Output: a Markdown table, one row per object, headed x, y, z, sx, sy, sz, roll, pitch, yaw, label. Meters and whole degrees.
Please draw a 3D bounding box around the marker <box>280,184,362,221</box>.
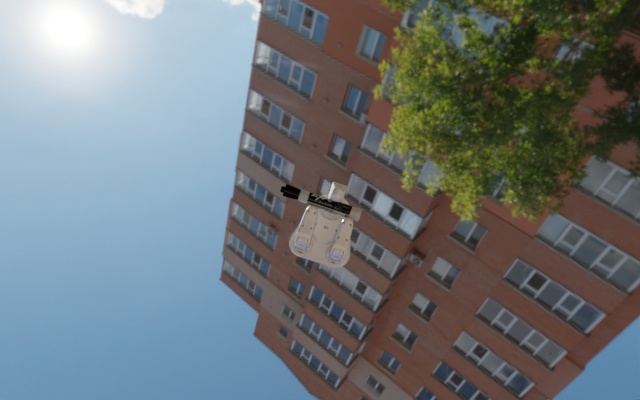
| x | y | z | sx | sy | sz | roll | pitch | yaw | label |
| --- | --- | --- | --- | --- | --- | --- | --- | --- | --- |
| 0.000 | 0.002 | 0.692 | 0.121 | 0.020 | 0.020 | 18 | 0 | 1 | marker |
